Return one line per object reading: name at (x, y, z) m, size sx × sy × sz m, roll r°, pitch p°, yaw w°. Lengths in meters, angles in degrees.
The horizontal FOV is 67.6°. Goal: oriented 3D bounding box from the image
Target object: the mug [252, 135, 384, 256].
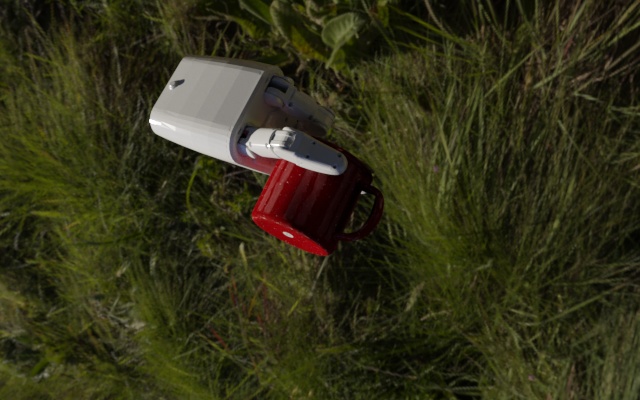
mug at (0.001, 0.002, 0.430) m, size 0.117 × 0.081 × 0.093 m, roll 18°, pitch -17°, yaw 26°
